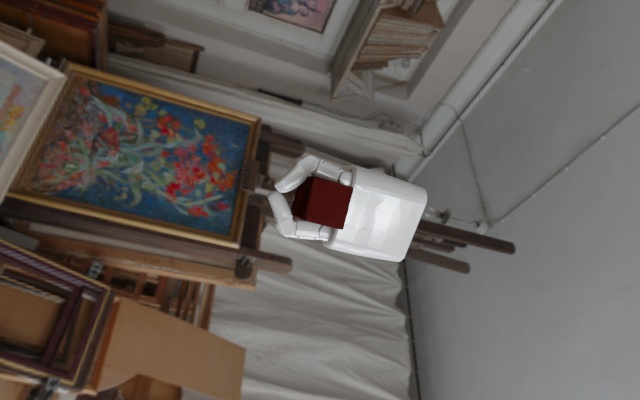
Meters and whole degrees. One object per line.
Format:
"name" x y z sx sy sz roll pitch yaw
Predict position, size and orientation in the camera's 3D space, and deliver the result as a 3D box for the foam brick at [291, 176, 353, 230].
"foam brick" 0.000 0.002 0.582 0.051 0.053 0.078 15 -1 -15
